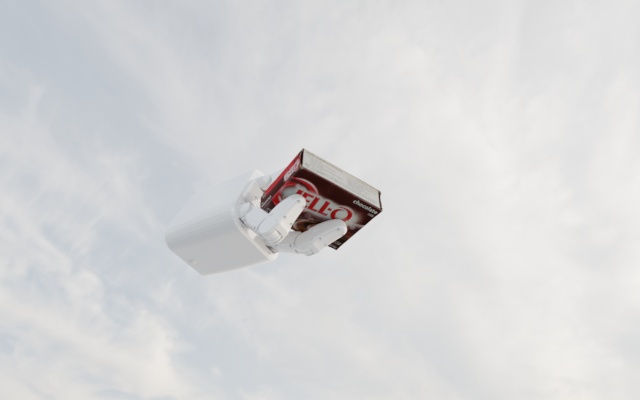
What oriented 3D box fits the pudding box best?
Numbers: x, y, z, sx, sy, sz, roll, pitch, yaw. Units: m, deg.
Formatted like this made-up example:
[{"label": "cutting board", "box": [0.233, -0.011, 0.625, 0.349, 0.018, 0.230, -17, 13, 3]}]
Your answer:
[{"label": "pudding box", "box": [0.000, 0.002, 0.548, 0.113, 0.039, 0.090, 25, -47, -24]}]
